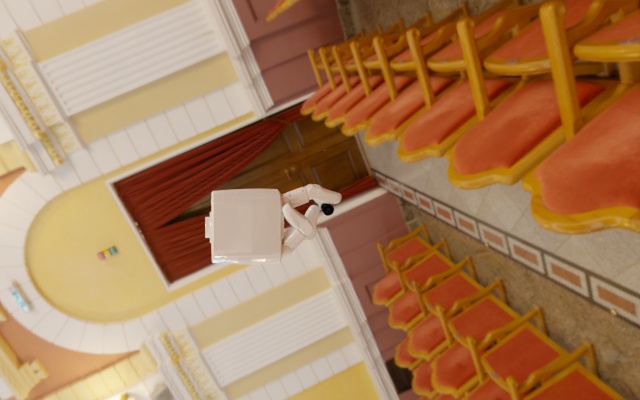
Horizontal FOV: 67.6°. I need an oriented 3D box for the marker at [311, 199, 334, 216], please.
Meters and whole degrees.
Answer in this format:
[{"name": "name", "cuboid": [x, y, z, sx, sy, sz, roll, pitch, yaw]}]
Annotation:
[{"name": "marker", "cuboid": [0.000, 0.003, 0.817, 0.020, 0.020, 0.121, 0, 14, -14]}]
